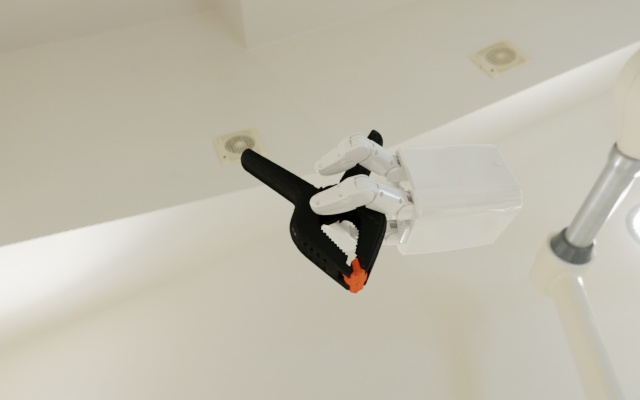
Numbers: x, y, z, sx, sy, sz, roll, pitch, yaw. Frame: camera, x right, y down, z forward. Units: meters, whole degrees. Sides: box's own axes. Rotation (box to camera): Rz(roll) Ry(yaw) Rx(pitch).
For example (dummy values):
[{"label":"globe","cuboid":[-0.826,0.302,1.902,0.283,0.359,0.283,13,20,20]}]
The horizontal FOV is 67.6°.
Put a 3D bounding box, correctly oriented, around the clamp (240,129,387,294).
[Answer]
[{"label":"clamp","cuboid":[0.000,0.003,0.487,0.164,0.036,0.209,-6,45,-3]}]
